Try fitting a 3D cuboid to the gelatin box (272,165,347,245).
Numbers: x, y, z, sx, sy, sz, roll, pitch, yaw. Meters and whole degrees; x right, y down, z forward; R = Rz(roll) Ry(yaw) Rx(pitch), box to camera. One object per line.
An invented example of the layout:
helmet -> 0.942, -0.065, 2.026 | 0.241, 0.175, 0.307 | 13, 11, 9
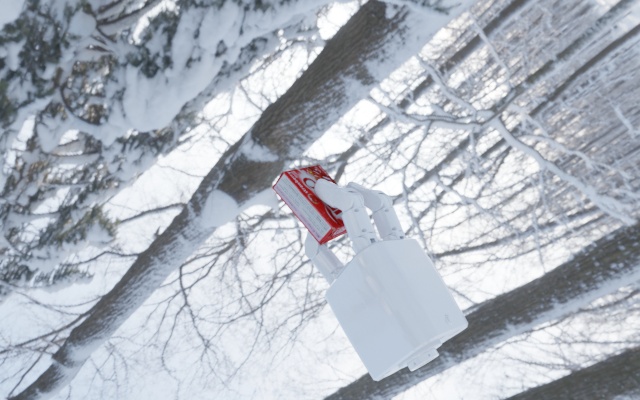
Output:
gelatin box -> 0.000, 0.002, 0.541 | 0.073, 0.089, 0.030 | -17, -29, -55
